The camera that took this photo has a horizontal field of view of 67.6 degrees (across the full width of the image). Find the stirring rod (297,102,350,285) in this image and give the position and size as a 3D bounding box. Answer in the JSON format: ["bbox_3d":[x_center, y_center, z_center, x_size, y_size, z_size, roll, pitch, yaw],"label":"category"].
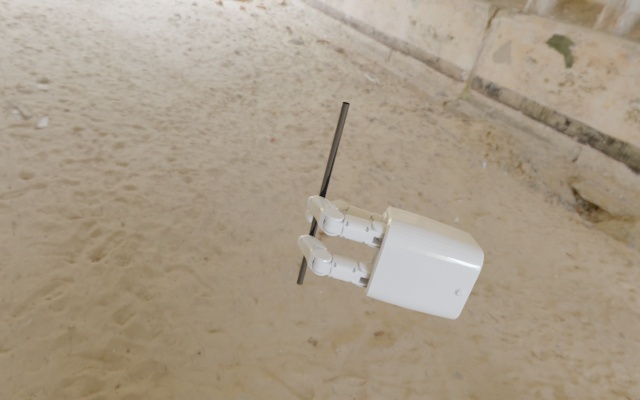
[{"bbox_3d":[0.000,0.002,0.553,0.011,0.240,0.011,11,28,-6],"label":"stirring rod"}]
